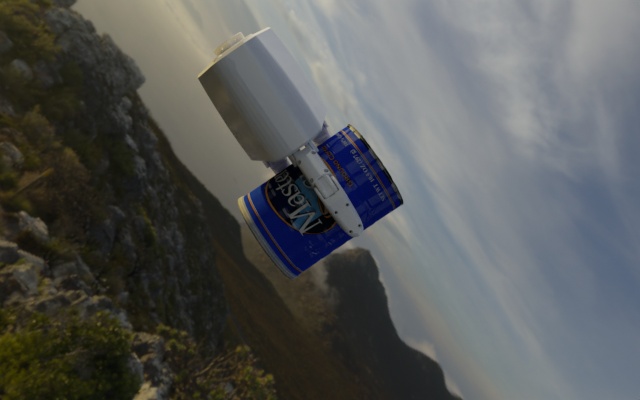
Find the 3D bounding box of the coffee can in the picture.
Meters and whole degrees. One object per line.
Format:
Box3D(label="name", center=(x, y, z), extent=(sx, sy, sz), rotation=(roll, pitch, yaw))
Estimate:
Box3D(label="coffee can", center=(0.000, 0.002, 0.502), extent=(0.140, 0.103, 0.103), rotation=(-34, -1, 1))
